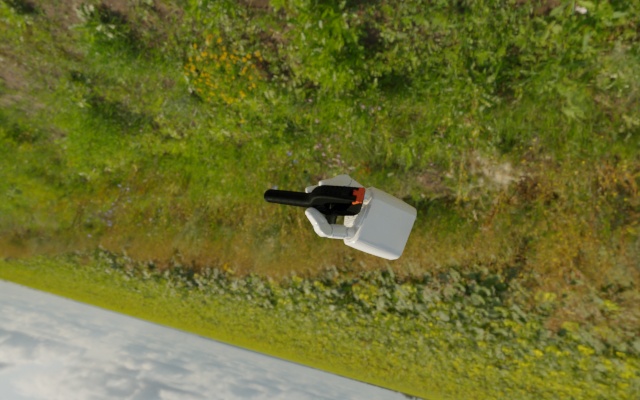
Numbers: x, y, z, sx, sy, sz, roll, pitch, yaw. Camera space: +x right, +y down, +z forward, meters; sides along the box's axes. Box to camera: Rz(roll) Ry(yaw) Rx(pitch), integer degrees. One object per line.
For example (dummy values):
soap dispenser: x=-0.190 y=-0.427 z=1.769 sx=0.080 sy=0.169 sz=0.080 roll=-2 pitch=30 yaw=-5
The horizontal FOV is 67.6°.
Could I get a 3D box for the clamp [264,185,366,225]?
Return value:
clamp: x=0.000 y=0.004 z=0.861 sx=0.164 sy=0.036 sz=0.210 roll=22 pitch=-20 yaw=-22
